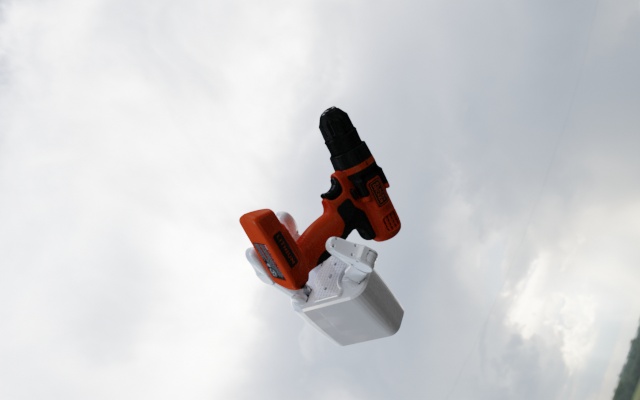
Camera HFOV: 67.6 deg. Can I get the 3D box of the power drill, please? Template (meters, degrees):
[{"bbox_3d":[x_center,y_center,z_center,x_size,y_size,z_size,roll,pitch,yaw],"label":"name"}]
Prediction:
[{"bbox_3d":[0.000,0.002,0.572,0.187,0.184,0.057,-34,14,-25],"label":"power drill"}]
